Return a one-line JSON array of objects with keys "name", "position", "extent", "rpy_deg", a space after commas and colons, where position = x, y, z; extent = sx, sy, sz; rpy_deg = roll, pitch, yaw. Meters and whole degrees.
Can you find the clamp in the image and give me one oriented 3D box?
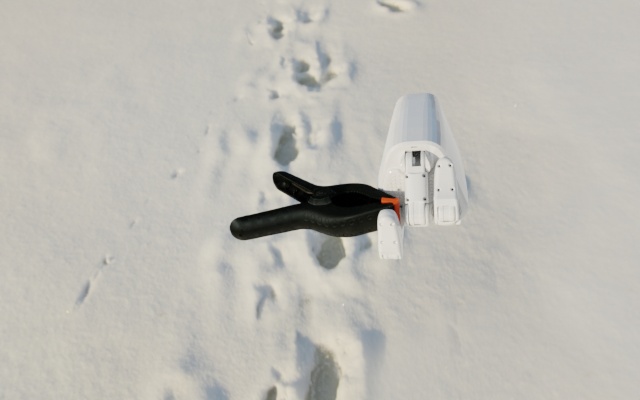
[{"name": "clamp", "position": [0.000, 0.001, 0.510], "extent": [0.171, 0.039, 0.120], "rpy_deg": [1, 38, 12]}]
